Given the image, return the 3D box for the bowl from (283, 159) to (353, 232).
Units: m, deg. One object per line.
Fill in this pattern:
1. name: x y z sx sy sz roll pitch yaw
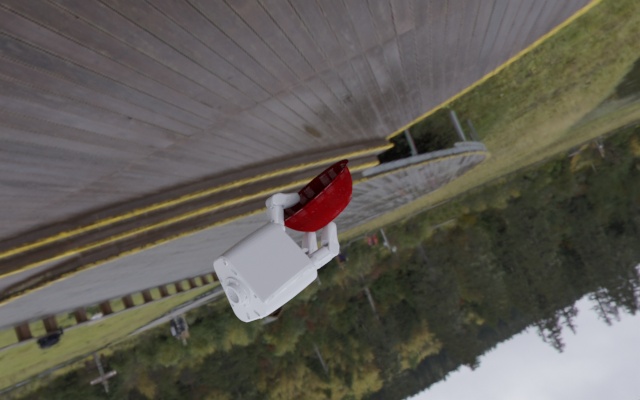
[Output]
1. bowl: 0.001 0.002 0.803 0.162 0.055 0.162 -40 11 9
